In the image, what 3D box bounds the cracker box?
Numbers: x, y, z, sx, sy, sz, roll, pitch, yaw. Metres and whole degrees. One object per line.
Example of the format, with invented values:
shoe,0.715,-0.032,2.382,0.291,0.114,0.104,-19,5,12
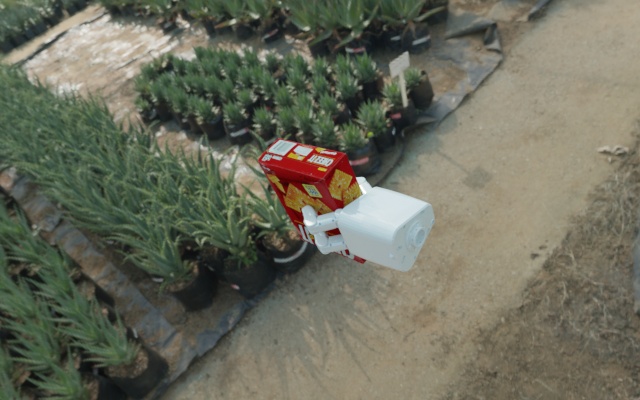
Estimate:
cracker box,0.000,0.003,0.845,0.164,0.214,0.072,18,56,41
